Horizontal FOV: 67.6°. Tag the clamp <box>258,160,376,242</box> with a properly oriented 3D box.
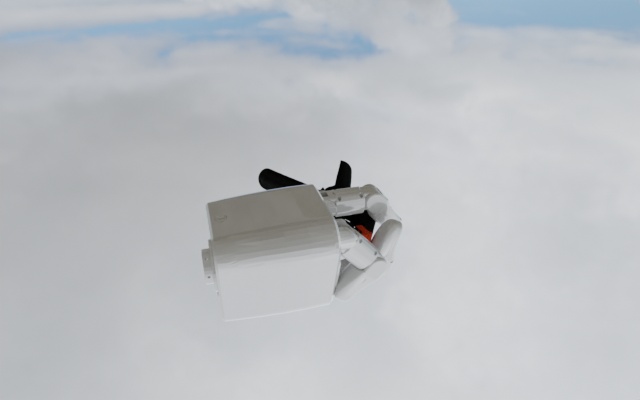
[{"bbox_3d":[0.000,0.002,0.533,0.120,0.039,0.171,-8,31,-13],"label":"clamp"}]
